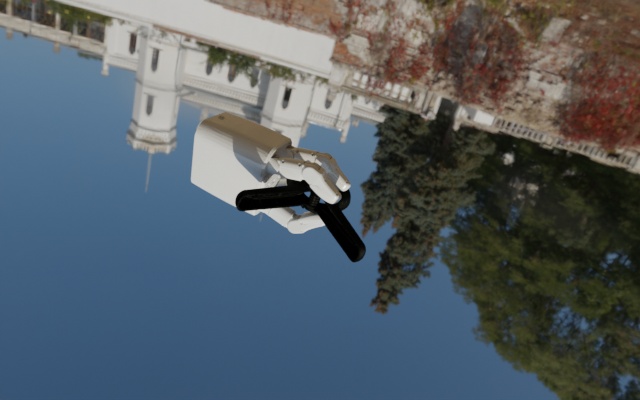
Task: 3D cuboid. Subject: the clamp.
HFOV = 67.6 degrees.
[{"bbox_3d":[0.000,0.002,0.636,0.164,0.036,0.210,28,25,6],"label":"clamp"}]
